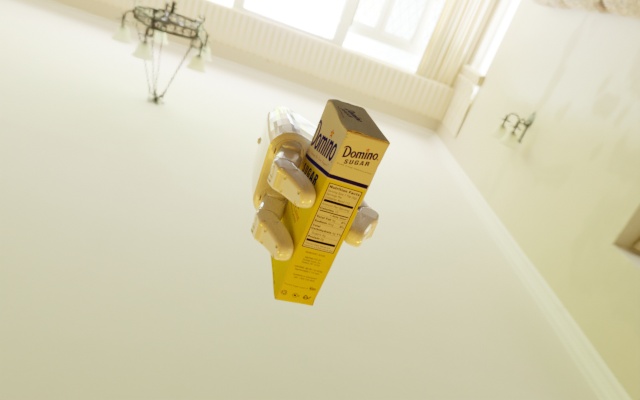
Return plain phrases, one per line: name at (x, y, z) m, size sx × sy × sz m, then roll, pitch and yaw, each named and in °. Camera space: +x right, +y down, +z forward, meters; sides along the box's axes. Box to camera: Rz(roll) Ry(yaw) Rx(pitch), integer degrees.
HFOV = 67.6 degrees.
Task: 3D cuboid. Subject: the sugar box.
sugar box at (-0.001, 0.001, 0.448) m, size 0.048 × 0.176 × 0.093 m, roll 13°, pitch 25°, yaw -17°
